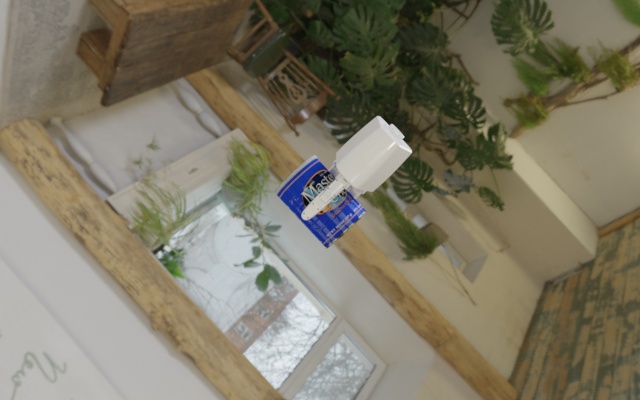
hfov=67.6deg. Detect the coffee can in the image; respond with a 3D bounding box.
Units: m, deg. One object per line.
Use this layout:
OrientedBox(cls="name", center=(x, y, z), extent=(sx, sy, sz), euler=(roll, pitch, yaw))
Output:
OrientedBox(cls="coffee can", center=(0.000, 0.003, 0.873), extent=(0.103, 0.140, 0.103), euler=(-43, -2, -2))
